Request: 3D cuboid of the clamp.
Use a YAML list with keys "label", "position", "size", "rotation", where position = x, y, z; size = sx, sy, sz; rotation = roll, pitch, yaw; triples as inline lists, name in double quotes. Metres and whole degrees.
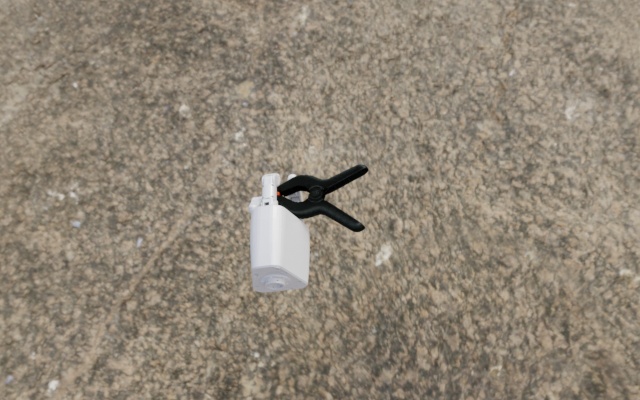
- label: "clamp"
  position: [0.000, 0.002, 0.799]
  size: [0.171, 0.120, 0.039]
  rotation: [-8, -32, 9]
